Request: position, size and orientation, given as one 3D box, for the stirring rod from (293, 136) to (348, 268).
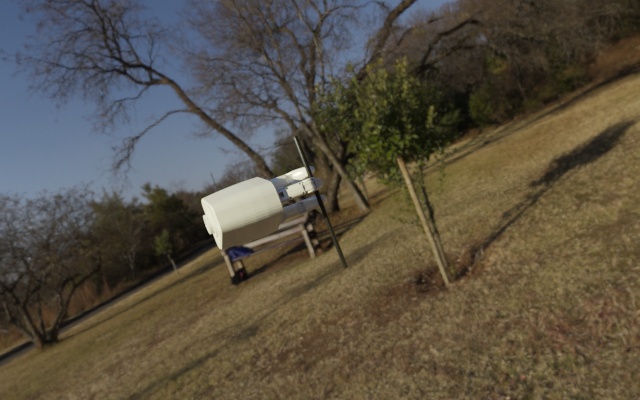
[{"bbox_3d":[0.000,0.003,0.819,0.011,0.239,0.011,-21,-1,0],"label":"stirring rod"}]
